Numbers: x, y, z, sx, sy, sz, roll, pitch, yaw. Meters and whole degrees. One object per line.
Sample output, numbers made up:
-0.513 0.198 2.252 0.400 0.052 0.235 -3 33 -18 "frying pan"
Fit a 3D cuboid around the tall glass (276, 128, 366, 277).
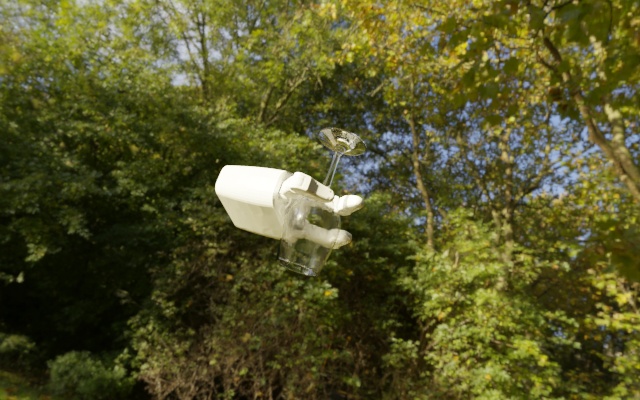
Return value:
0.000 0.002 0.669 0.079 0.201 0.079 17 -19 6 "tall glass"
